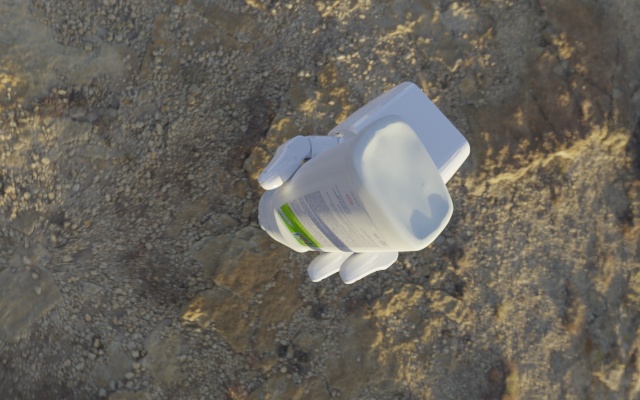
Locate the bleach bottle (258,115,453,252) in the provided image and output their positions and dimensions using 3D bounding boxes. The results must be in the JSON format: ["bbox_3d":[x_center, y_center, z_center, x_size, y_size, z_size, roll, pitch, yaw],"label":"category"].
[{"bbox_3d":[0.000,0.002,0.451,0.068,0.102,0.251,-42,15,-28],"label":"bleach bottle"}]
